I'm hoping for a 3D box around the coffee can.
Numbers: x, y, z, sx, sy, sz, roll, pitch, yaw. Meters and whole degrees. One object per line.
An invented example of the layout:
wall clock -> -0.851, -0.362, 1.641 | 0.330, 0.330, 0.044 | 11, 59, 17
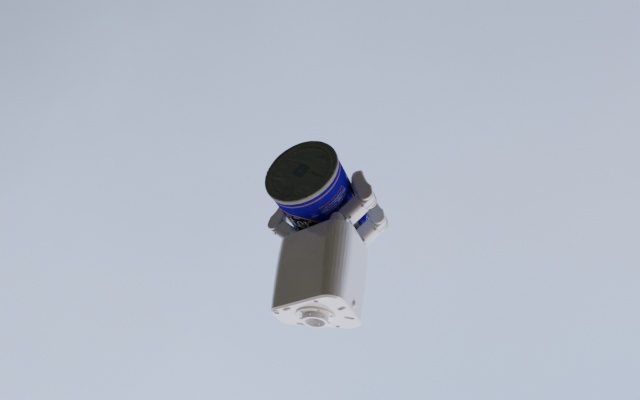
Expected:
coffee can -> 0.000, 0.002, 0.661 | 0.103, 0.102, 0.140 | 0, -36, 28
